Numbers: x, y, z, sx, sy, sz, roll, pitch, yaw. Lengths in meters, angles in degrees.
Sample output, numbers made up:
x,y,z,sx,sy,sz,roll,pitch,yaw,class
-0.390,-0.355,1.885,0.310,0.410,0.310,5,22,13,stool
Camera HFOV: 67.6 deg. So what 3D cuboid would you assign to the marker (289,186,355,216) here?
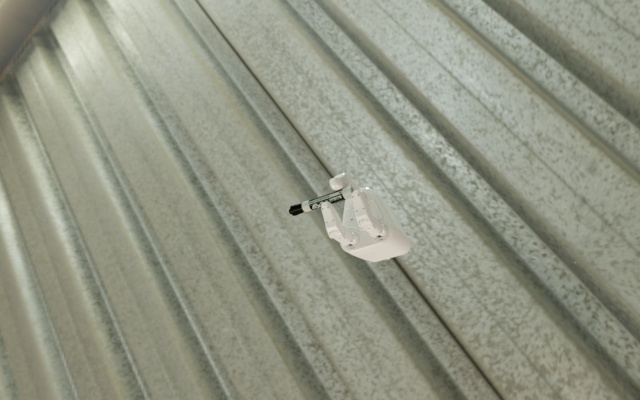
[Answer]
x,y,z,sx,sy,sz,roll,pitch,yaw,class
0.000,0.003,0.790,0.121,0.020,0.020,-18,-8,24,marker
